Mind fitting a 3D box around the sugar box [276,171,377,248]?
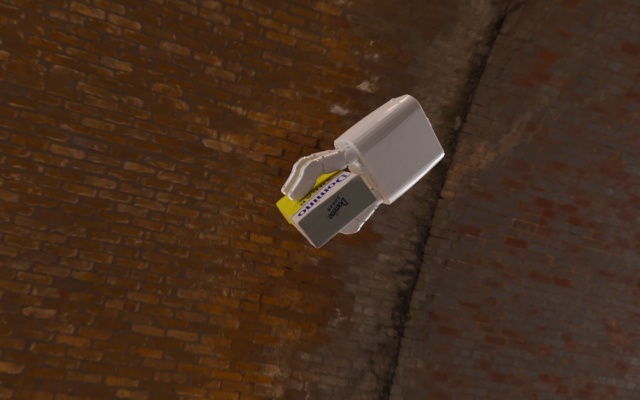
[{"bbox_3d":[0.000,0.002,0.623,0.093,0.048,0.176,-39,11,-7],"label":"sugar box"}]
